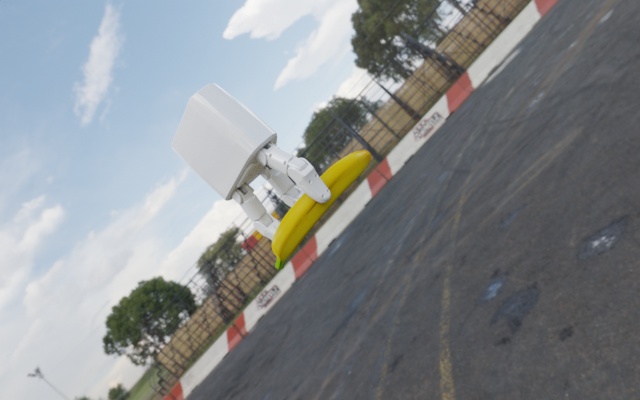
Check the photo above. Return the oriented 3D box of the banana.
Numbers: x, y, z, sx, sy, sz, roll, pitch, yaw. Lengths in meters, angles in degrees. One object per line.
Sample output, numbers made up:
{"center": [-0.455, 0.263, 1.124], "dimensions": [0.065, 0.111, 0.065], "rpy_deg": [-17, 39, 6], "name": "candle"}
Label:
{"center": [-0.002, 0.001, 0.607], "dimensions": [0.037, 0.198, 0.069], "rpy_deg": [40, -7, 8], "name": "banana"}
